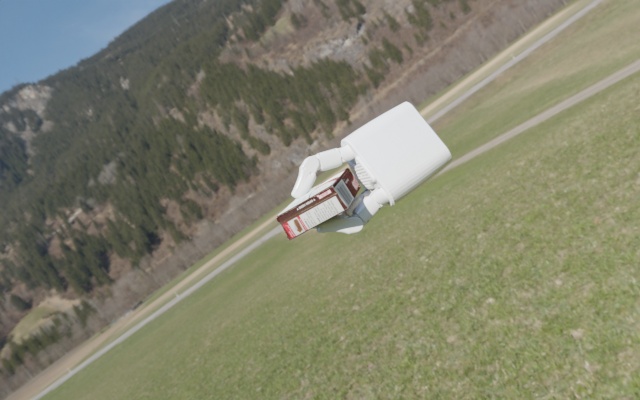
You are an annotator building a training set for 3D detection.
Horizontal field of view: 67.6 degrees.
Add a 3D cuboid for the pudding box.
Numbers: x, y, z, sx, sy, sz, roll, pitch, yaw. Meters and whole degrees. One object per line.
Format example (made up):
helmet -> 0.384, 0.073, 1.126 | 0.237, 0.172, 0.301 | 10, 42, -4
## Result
pudding box -> 0.000, 0.002, 0.634 | 0.090, 0.039, 0.113 | -30, 5, 19
